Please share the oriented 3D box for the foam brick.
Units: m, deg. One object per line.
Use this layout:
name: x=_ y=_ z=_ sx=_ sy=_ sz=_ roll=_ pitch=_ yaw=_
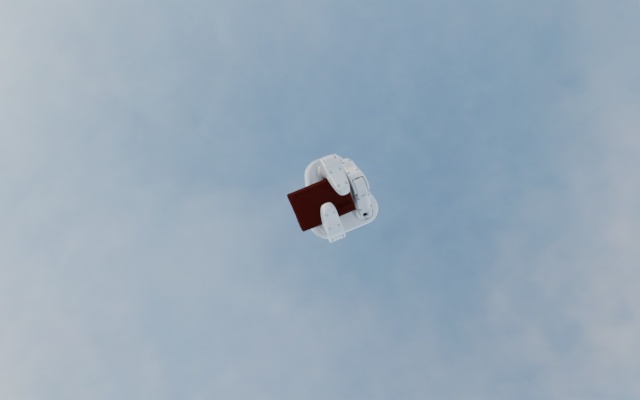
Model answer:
foam brick: x=0.000 y=0.002 z=0.633 sx=0.078 sy=0.053 sz=0.051 roll=-22 pitch=4 yaw=-5
